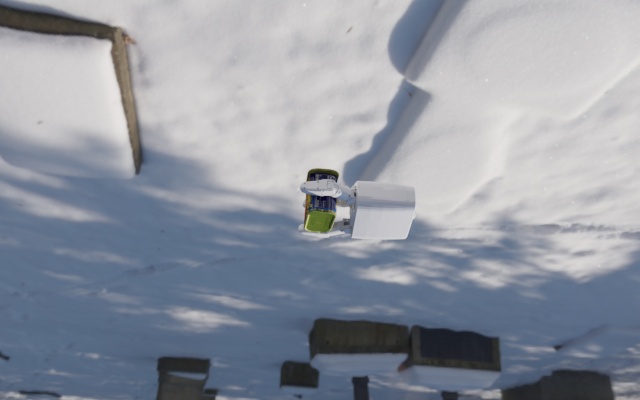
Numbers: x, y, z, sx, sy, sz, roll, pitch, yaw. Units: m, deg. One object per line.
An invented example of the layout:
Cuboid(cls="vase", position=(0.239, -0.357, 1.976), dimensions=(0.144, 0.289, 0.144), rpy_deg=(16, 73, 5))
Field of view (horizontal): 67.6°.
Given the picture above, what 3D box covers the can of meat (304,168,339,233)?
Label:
Cuboid(cls="can of meat", position=(0.000, 0.003, 0.867), dimensions=(0.057, 0.084, 0.102), rpy_deg=(5, -26, -5))
